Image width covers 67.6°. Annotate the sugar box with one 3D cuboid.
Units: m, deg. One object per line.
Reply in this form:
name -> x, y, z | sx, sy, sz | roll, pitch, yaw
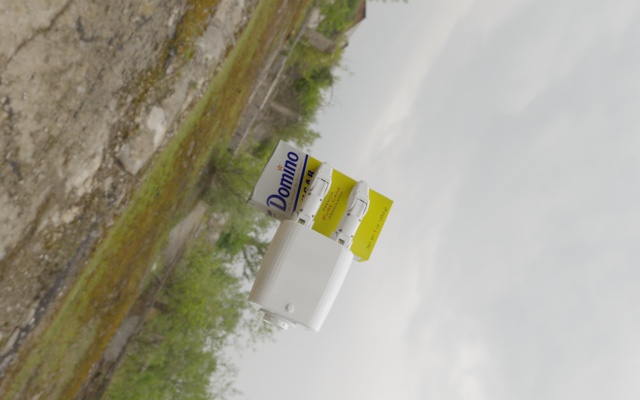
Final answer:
sugar box -> 0.000, 0.002, 0.639 | 0.176, 0.093, 0.048 | 28, -16, -9
